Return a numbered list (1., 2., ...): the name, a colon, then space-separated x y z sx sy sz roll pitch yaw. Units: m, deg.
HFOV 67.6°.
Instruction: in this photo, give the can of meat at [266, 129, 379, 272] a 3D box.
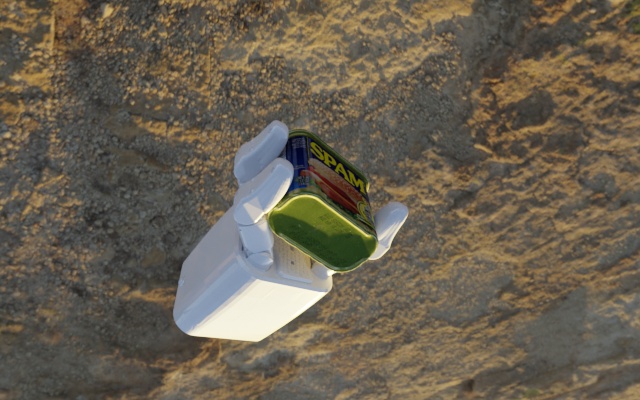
1. can of meat: 0.000 0.002 0.405 0.057 0.083 0.102 -39 -57 25
